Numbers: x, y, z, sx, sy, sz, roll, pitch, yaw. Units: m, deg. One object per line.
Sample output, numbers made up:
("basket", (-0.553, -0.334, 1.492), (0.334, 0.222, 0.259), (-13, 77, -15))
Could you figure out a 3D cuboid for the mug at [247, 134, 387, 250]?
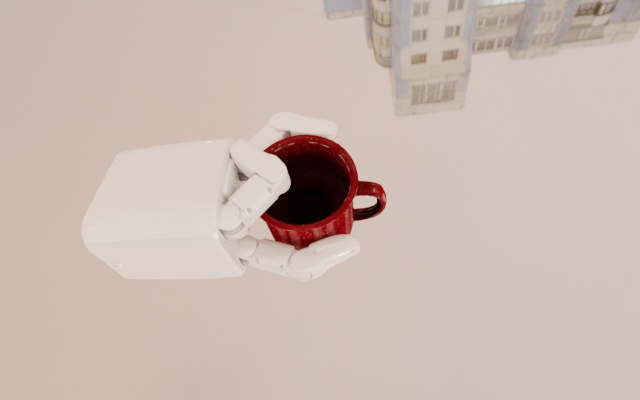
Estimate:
("mug", (0.002, 0.001, 0.428), (0.117, 0.093, 0.081), (-3, -29, 4))
